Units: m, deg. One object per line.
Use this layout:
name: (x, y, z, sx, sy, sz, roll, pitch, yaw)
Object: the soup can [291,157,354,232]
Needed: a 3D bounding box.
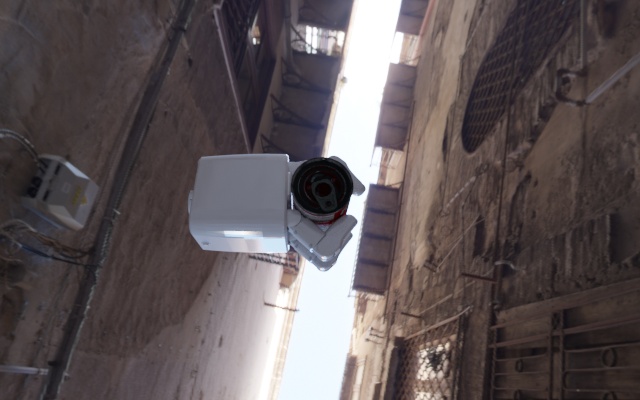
soup can: (0.001, 0.002, 0.560, 0.068, 0.068, 0.102, 0, -21, -2)
